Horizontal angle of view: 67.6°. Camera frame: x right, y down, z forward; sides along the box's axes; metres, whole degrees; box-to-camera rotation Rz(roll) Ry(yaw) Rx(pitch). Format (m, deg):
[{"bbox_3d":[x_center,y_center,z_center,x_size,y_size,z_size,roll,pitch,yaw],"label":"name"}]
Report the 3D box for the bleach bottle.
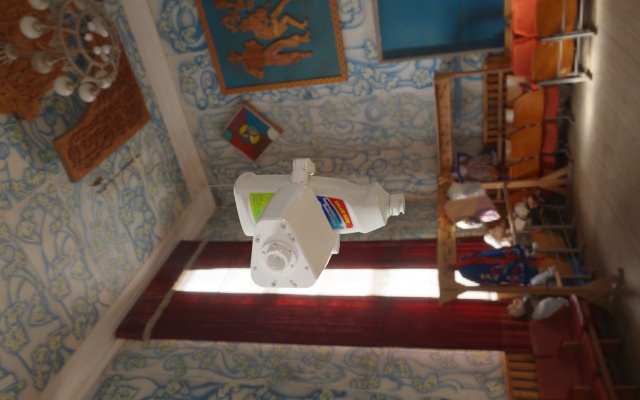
[{"bbox_3d":[0.000,0.002,0.729,0.251,0.103,0.068,-2,23,16],"label":"bleach bottle"}]
